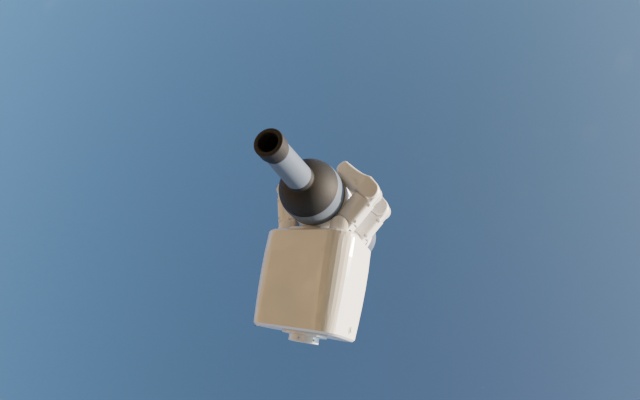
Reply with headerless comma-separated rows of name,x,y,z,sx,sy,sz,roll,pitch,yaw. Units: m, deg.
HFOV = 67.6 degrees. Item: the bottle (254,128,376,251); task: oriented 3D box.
bottle,0.000,0.002,0.533,0.069,0.069,0.296,0,-20,19
